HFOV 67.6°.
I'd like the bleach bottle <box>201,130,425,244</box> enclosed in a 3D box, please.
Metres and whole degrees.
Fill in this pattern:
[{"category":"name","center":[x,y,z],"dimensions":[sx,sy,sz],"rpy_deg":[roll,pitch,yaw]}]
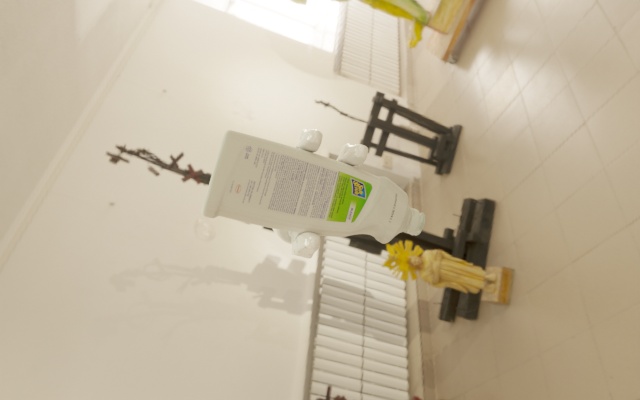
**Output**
[{"category":"bleach bottle","center":[0.000,0.002,0.550],"dimensions":[0.251,0.102,0.068],"rpy_deg":[17,-3,-12]}]
